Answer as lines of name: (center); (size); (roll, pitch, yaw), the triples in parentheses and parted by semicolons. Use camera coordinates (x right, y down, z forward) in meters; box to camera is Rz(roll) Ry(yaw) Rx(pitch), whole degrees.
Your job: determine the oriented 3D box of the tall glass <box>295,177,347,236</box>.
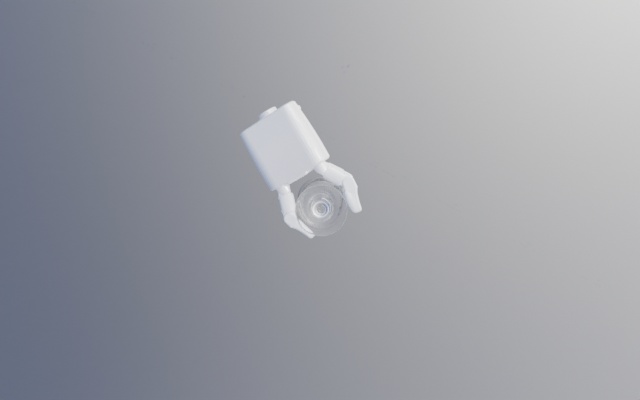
tall glass: (0.000, 0.003, 0.776); (0.079, 0.079, 0.201); (0, 6, 0)
